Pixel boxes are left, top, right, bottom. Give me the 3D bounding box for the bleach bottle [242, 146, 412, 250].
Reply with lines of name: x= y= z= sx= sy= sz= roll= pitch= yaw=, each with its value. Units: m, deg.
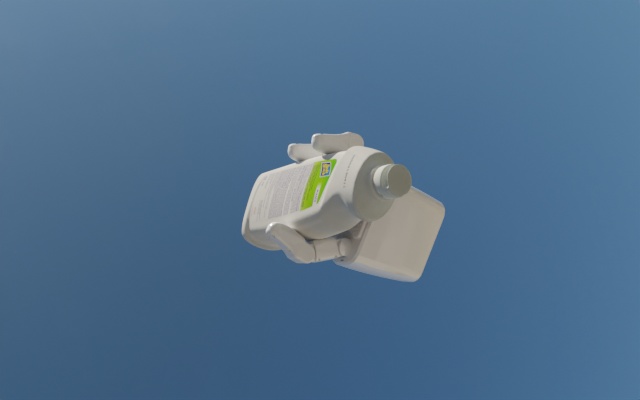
bleach bottle: x=0.000 y=0.002 z=0.519 sx=0.068 sy=0.102 sz=0.251 roll=21 pitch=-16 yaw=-29
